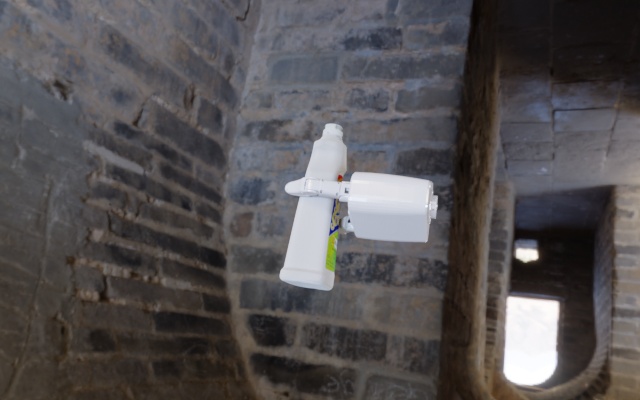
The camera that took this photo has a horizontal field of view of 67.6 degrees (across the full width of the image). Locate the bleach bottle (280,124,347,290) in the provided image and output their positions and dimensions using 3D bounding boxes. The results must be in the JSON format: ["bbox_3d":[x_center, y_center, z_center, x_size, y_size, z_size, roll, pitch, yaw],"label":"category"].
[{"bbox_3d":[0.000,0.002,0.714,0.068,0.250,0.102,5,-14,14],"label":"bleach bottle"}]
